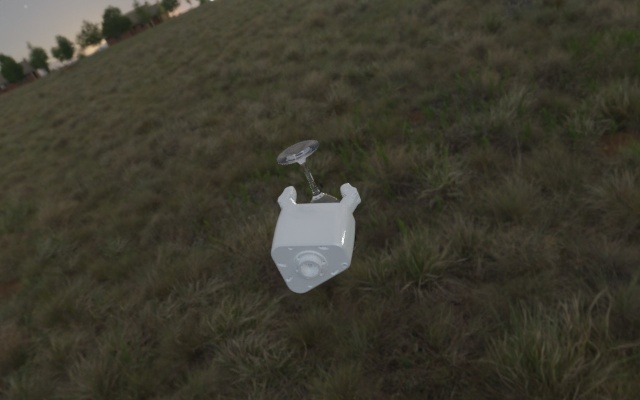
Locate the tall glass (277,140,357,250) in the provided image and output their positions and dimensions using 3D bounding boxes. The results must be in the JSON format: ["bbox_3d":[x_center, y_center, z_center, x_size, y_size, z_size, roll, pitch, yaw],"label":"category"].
[{"bbox_3d":[0.000,0.002,0.811,0.079,0.201,0.079,-20,27,10],"label":"tall glass"}]
